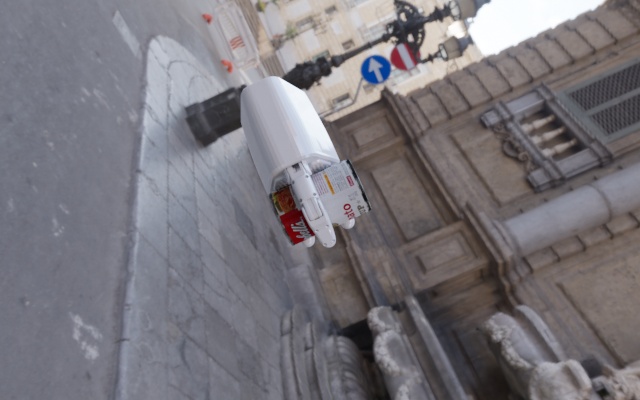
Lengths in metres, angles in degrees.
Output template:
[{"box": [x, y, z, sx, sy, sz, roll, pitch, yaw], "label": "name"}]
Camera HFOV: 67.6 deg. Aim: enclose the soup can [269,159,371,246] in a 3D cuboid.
[{"box": [0.001, 0.002, 0.561, 0.102, 0.068, 0.068, -24, -1, 3], "label": "soup can"}]
